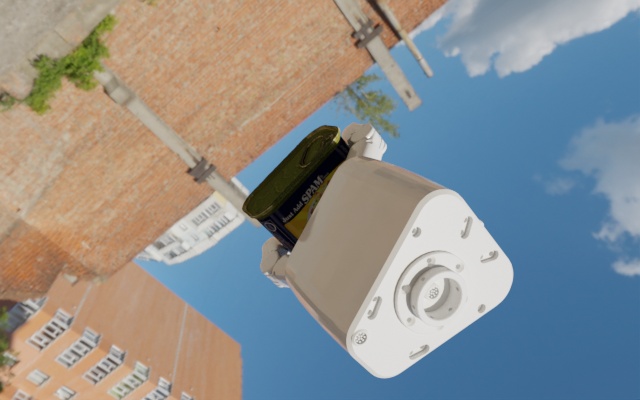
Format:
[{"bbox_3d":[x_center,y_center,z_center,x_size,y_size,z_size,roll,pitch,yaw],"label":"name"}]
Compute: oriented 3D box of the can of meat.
[{"bbox_3d":[0.000,0.002,0.408,0.084,0.102,0.057,47,-10,-24],"label":"can of meat"}]
